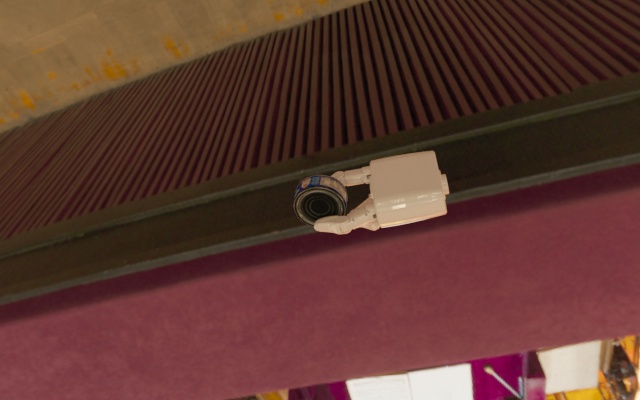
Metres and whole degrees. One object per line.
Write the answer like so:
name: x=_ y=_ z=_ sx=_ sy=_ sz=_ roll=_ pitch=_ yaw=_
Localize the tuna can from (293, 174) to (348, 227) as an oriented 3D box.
tuna can: x=0.000 y=0.003 z=0.763 sx=0.086 sy=0.086 sz=0.033 roll=0 pitch=38 yaw=8
